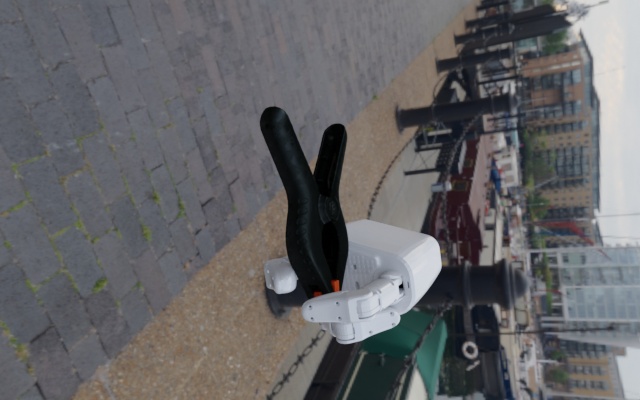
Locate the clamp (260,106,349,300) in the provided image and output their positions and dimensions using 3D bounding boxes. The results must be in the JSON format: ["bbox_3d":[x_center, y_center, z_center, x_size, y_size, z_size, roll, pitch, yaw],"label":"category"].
[{"bbox_3d":[0.001,0.002,0.429,0.039,0.171,0.120,-4,8,36],"label":"clamp"}]
